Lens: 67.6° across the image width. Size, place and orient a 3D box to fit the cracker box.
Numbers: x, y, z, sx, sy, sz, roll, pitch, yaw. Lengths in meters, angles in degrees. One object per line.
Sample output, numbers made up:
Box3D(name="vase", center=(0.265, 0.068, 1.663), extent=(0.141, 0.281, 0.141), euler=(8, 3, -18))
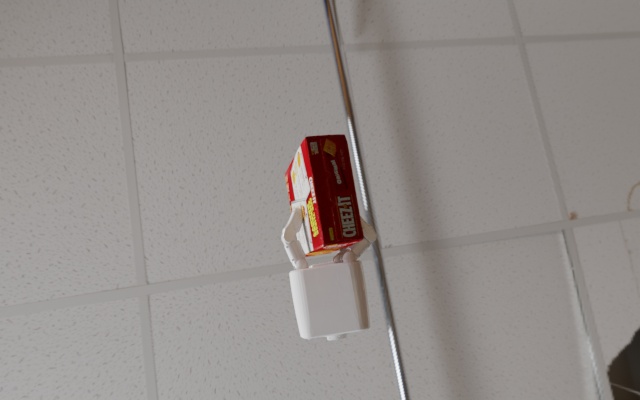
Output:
Box3D(name="cracker box", center=(0.000, 0.003, 0.788), extent=(0.072, 0.164, 0.214), euler=(-8, -9, -14))
